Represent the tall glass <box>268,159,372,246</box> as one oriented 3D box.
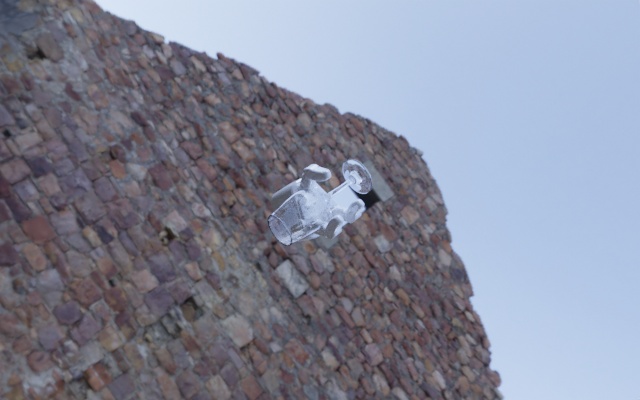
[{"bbox_3d":[0.001,0.002,0.860,0.201,0.079,0.079,-35,20,-31],"label":"tall glass"}]
